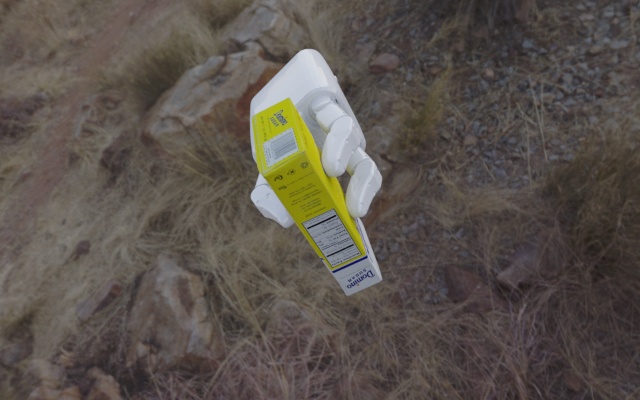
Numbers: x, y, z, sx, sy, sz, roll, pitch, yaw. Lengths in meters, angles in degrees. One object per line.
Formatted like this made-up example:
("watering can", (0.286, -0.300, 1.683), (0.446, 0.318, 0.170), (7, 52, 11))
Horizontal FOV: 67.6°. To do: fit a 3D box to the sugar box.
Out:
("sugar box", (0.000, 0.001, 0.444), (0.048, 0.093, 0.176), (-27, -50, 10))
